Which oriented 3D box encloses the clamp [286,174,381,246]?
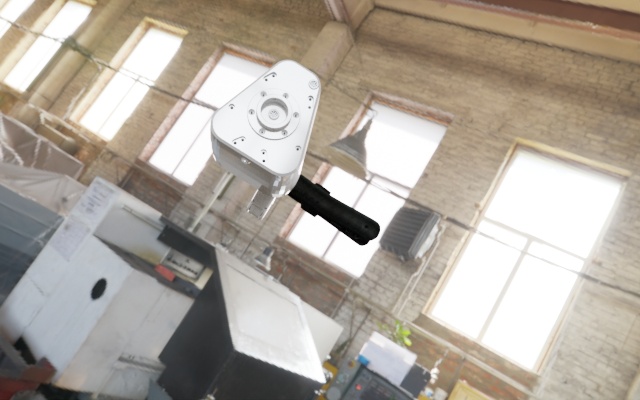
[{"bbox_3d":[0.000,0.001,0.570,0.171,0.039,0.120,33,-13,-4],"label":"clamp"}]
